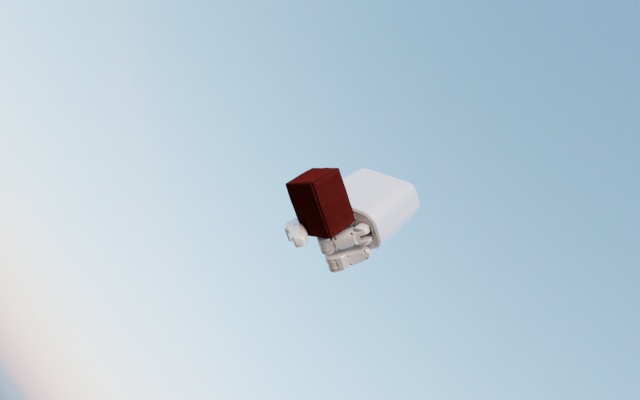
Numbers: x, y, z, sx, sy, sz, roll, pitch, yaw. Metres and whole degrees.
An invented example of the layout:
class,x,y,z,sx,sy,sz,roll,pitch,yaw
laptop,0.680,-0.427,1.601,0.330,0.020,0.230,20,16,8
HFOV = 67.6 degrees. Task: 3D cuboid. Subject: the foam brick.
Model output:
class,x,y,z,sx,sy,sz,roll,pitch,yaw
foam brick,0.000,0.002,0.608,0.053,0.078,0.051,4,30,47
